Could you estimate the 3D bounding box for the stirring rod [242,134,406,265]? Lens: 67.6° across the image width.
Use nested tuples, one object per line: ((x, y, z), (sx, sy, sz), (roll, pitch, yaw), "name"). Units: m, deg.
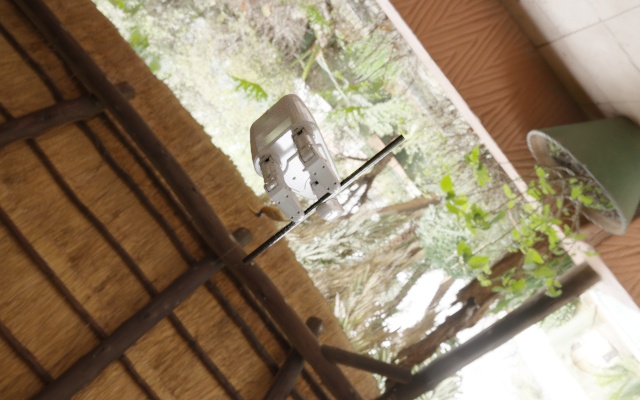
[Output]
((0.000, 0.002, 0.555), (0.239, 0.011, 0.011), (-38, -10, 12), "stirring rod")
